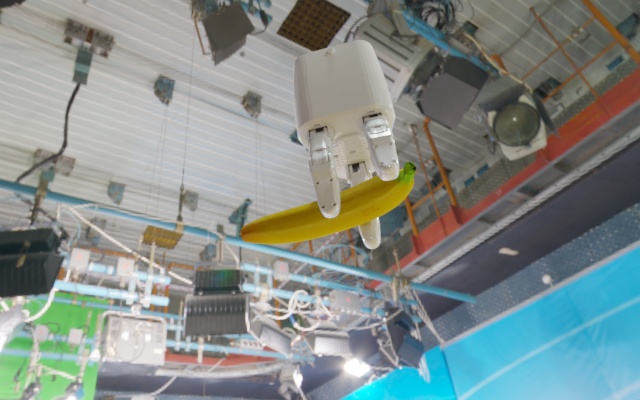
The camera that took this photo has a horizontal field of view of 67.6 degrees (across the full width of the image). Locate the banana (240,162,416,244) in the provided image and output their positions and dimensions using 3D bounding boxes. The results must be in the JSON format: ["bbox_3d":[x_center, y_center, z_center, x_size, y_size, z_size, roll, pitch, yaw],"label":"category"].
[{"bbox_3d":[0.013,0.007,0.475,0.198,0.037,0.070,-24,-32,26],"label":"banana"}]
